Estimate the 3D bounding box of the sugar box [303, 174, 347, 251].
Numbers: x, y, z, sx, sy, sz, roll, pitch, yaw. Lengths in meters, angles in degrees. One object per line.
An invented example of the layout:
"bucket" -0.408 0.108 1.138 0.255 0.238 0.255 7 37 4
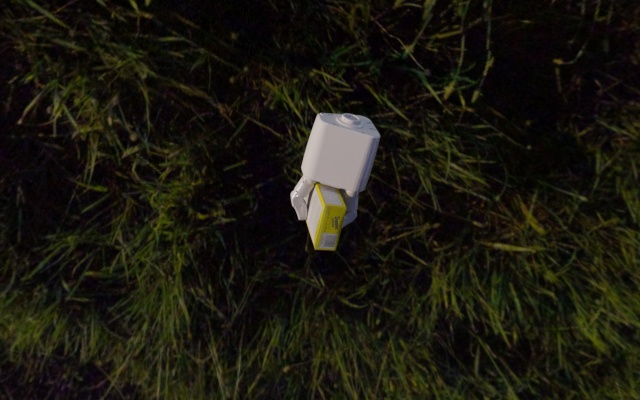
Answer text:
"sugar box" 0.001 0.003 0.877 0.048 0.093 0.176 6 31 -14
